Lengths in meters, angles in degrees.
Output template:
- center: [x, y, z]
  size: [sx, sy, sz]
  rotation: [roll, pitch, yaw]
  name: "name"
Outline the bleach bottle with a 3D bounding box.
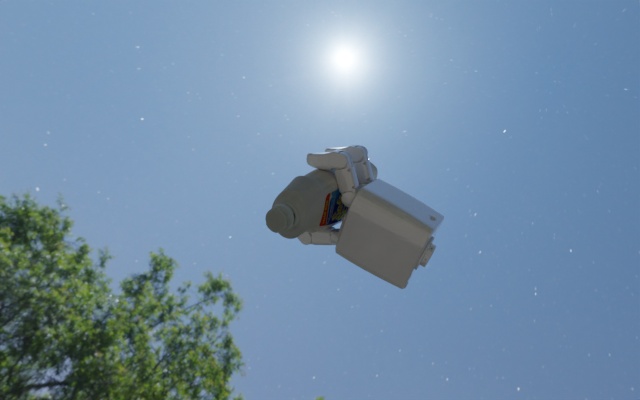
- center: [0.000, 0.002, 0.651]
  size: [0.068, 0.103, 0.250]
  rotation: [29, 24, 17]
  name: "bleach bottle"
